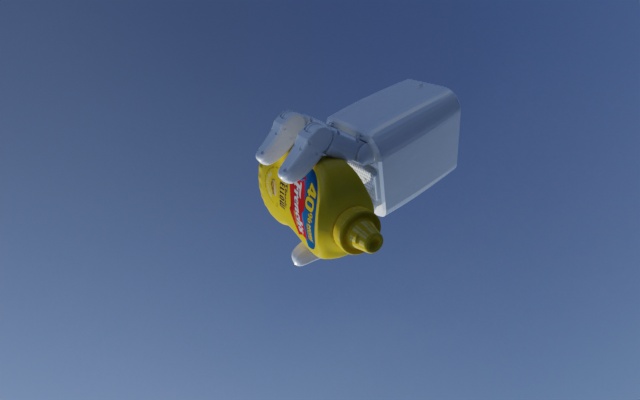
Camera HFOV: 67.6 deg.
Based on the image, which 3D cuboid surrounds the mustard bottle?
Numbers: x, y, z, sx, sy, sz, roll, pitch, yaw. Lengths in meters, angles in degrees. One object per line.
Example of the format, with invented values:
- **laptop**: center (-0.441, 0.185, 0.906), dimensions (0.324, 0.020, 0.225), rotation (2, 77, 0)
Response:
- **mustard bottle**: center (0.000, 0.002, 0.458), dimensions (0.058, 0.096, 0.191), rotation (-7, 24, -27)
